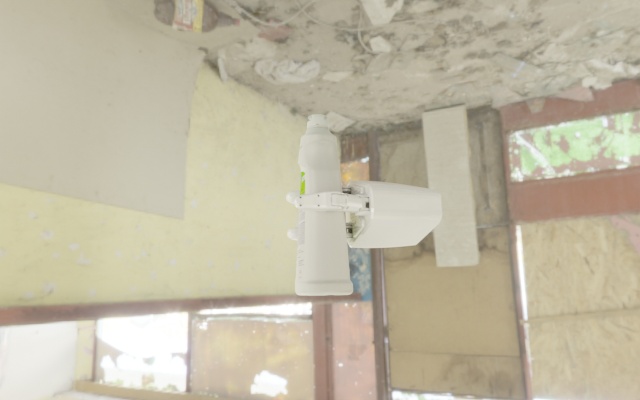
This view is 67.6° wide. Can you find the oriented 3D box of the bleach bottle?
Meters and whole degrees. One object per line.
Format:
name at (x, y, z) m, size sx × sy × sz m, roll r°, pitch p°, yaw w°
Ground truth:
bleach bottle at (0.000, 0.002, 0.655) m, size 0.068 × 0.250 × 0.102 m, roll 2°, pitch -11°, yaw -14°
